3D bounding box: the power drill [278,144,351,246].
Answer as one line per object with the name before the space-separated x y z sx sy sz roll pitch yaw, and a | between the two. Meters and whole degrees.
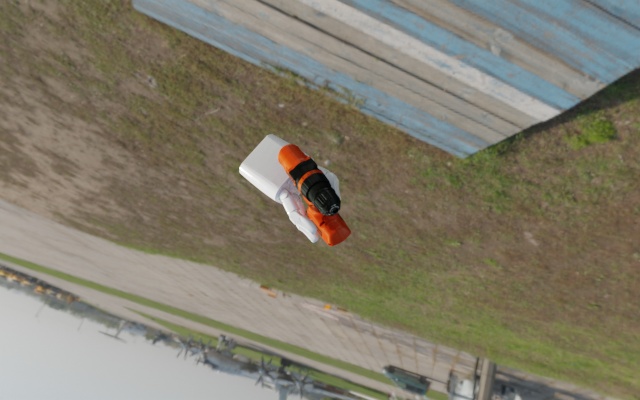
power drill | 0.000 0.003 0.878 0.057 0.188 0.184 -31 49 -6
